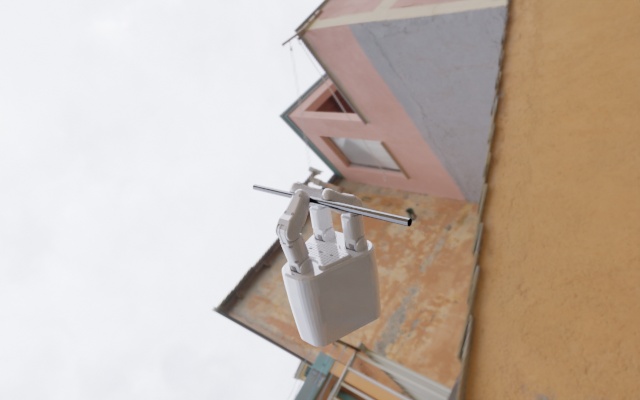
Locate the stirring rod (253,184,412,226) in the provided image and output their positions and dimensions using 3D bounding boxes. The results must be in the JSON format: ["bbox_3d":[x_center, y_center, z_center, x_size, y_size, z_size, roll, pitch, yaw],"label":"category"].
[{"bbox_3d":[0.000,0.002,0.540,0.239,0.011,0.011,13,9,43],"label":"stirring rod"}]
